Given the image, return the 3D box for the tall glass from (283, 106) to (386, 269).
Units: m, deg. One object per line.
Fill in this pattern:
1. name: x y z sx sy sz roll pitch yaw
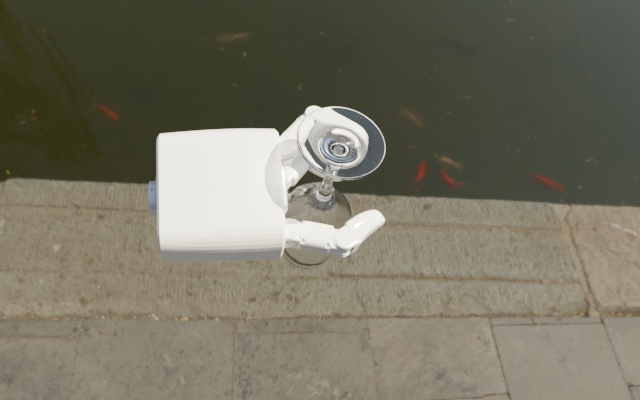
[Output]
1. tall glass: 0.000 0.001 0.473 0.079 0.079 0.201 0 -30 -11
